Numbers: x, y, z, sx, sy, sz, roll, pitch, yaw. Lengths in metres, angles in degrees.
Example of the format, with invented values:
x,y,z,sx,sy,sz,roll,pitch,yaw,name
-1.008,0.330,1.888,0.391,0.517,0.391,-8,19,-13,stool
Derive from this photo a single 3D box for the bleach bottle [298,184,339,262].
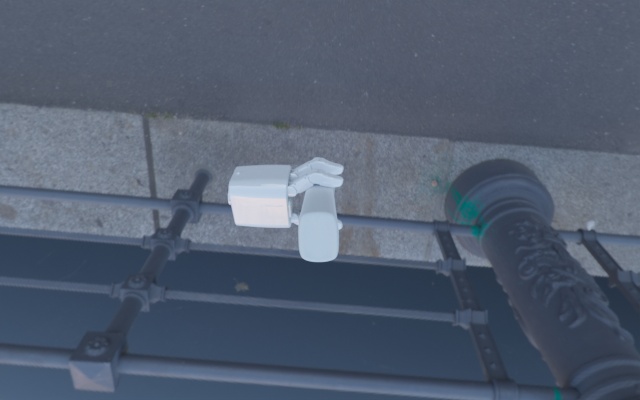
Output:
x,y,z,sx,sy,sz,roll,pitch,yaw,name
0.000,0.003,0.897,0.068,0.103,0.250,0,28,2,bleach bottle
